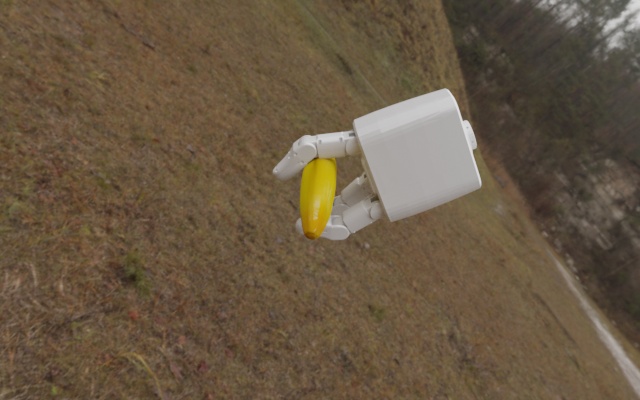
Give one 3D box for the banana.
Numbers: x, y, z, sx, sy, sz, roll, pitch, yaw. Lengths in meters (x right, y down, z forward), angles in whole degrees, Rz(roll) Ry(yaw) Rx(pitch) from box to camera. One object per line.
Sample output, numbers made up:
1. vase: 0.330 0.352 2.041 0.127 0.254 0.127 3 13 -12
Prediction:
1. banana: 0.000 -0.017 0.530 0.037 0.070 0.197 -1 13 2
